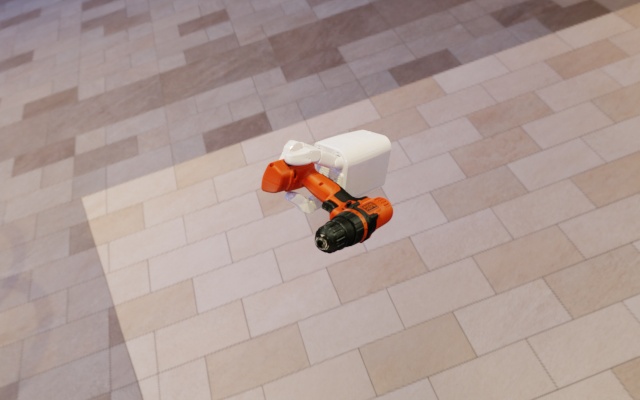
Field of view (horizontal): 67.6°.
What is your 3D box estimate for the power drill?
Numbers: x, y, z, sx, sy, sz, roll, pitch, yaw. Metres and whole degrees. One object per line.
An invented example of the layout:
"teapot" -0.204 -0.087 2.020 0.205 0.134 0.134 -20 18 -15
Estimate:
"power drill" 0.000 0.002 0.736 0.187 0.057 0.184 35 30 23
